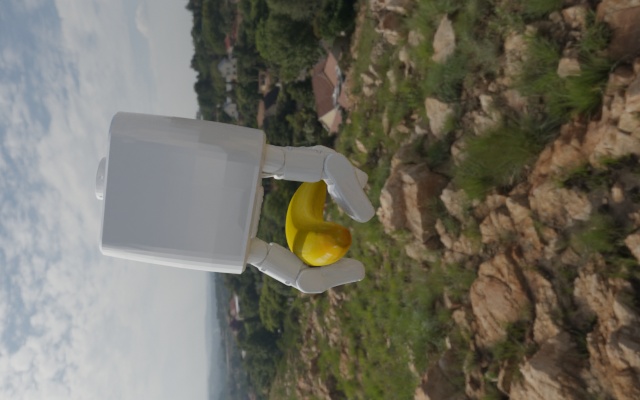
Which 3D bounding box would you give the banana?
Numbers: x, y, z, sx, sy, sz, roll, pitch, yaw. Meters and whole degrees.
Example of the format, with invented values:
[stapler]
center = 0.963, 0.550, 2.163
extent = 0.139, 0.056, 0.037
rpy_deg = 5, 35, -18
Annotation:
[banana]
center = -0.007, 0.017, 0.428
extent = 0.037, 0.070, 0.197
rpy_deg = 19, 19, -11
